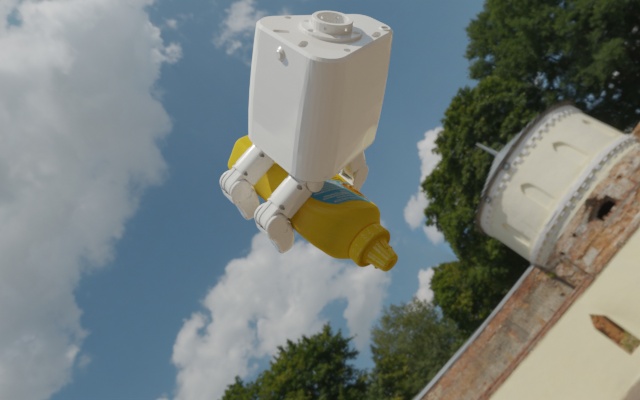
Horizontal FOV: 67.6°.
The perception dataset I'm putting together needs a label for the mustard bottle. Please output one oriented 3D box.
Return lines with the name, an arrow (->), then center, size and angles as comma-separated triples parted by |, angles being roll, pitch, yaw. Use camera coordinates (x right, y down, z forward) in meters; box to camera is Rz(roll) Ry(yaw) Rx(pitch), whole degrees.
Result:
mustard bottle -> 0.000, 0.002, 0.460 | 0.096, 0.058, 0.191 | 0, 33, -50
